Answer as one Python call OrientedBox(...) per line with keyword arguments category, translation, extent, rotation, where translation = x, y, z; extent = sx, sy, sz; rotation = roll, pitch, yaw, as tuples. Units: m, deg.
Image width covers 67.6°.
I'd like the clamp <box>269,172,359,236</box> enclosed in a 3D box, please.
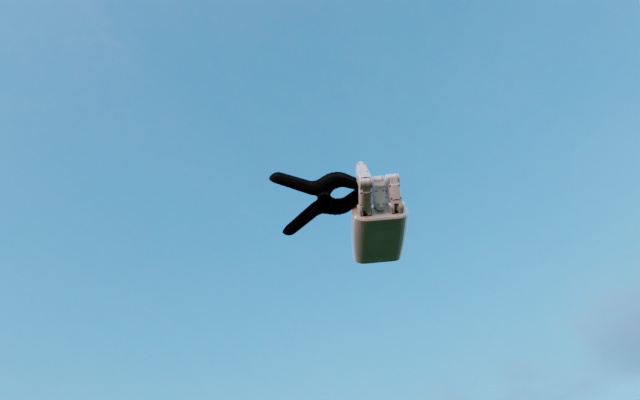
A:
OrientedBox(category="clamp", translation=(0.000, 0.002, 0.831), extent=(0.171, 0.120, 0.039), rotation=(-3, 32, -2))
